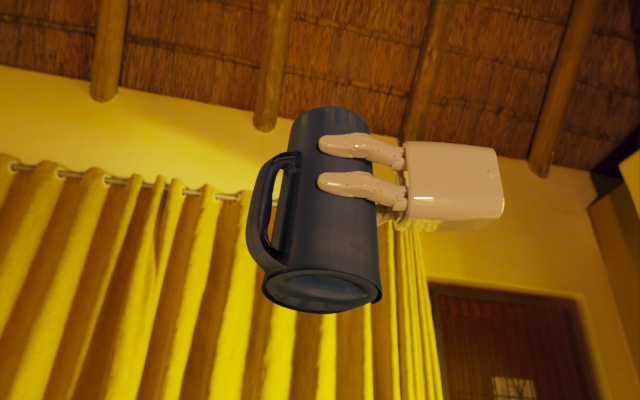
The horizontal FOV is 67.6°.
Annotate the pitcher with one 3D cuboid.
[{"bbox_3d":[0.000,0.002,0.576,0.145,0.242,0.149,2,-32,2],"label":"pitcher"}]
